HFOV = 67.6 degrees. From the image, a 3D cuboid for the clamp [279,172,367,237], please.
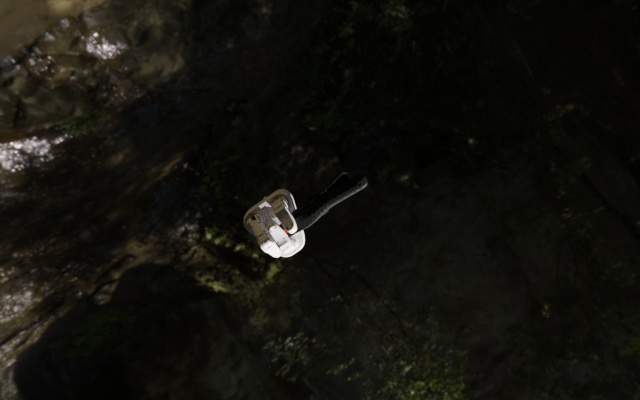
[{"bbox_3d":[0.000,0.003,0.835,0.171,0.039,0.120,-33,6,2],"label":"clamp"}]
